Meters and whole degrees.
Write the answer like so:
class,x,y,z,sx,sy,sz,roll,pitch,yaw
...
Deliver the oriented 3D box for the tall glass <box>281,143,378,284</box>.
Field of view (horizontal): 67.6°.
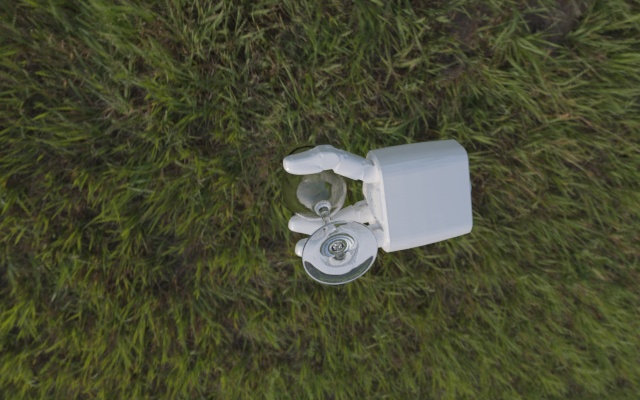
class,x,y,z,sx,sy,sz,roll,pitch,yaw
tall glass,0.000,0.002,0.537,0.079,0.079,0.201,0,29,-13
